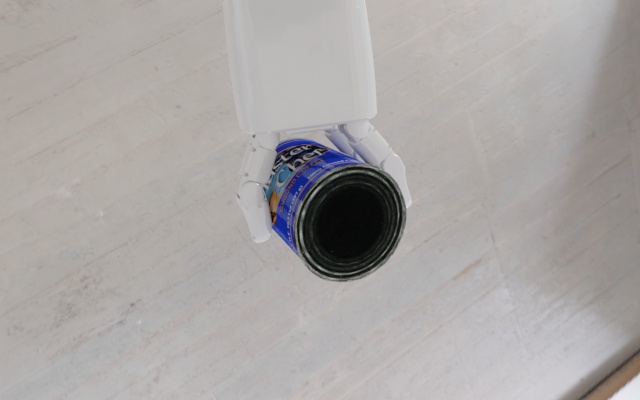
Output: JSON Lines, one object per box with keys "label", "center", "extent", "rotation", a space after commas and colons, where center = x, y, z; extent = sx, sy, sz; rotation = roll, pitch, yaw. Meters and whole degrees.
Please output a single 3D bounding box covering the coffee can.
{"label": "coffee can", "center": [0.000, 0.002, 0.450], "extent": [0.103, 0.103, 0.140], "rotation": [0, 16, -23]}
